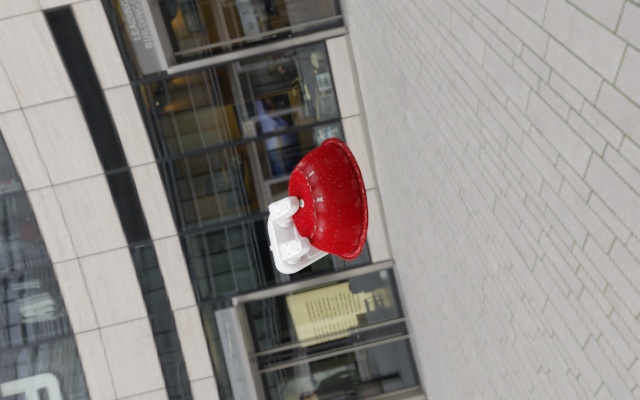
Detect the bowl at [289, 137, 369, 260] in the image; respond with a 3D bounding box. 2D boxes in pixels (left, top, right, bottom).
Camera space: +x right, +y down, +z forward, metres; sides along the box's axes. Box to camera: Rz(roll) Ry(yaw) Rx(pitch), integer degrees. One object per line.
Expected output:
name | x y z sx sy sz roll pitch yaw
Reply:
bowl | 0.000 0.001 0.613 0.055 0.162 0.162 -9 3 -22
